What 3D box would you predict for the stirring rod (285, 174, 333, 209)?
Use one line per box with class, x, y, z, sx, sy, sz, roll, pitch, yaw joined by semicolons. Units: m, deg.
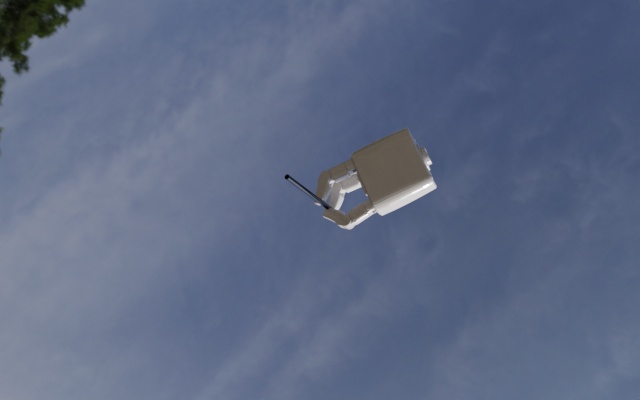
stirring rod;0.000;0.003;0.807;0.011;0.011;0.240;0;-18;26
